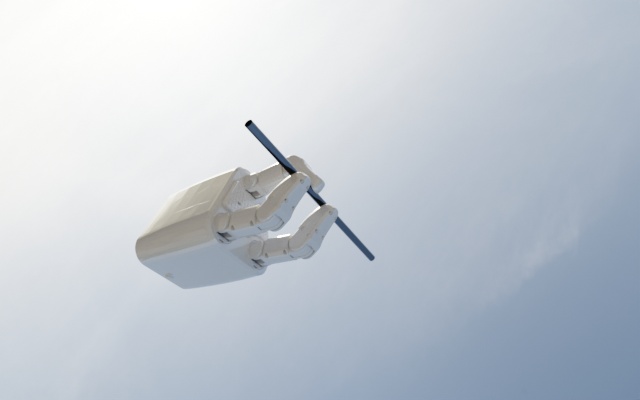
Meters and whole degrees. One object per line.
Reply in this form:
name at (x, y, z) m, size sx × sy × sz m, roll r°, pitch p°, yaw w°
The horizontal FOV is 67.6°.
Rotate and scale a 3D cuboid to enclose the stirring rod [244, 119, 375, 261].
stirring rod at (0.000, 0.002, 0.478) m, size 0.011 × 0.011 × 0.240 m, roll 0°, pitch -33°, yaw 37°
